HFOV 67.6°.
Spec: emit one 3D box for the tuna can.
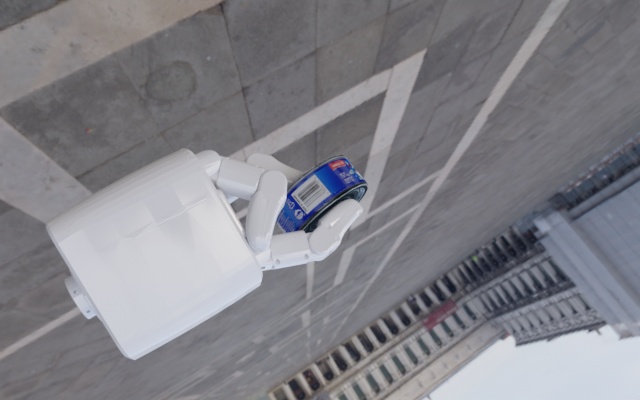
[{"bbox_3d":[0.000,0.002,0.419,0.086,0.033,0.086,-37,-14,-11],"label":"tuna can"}]
